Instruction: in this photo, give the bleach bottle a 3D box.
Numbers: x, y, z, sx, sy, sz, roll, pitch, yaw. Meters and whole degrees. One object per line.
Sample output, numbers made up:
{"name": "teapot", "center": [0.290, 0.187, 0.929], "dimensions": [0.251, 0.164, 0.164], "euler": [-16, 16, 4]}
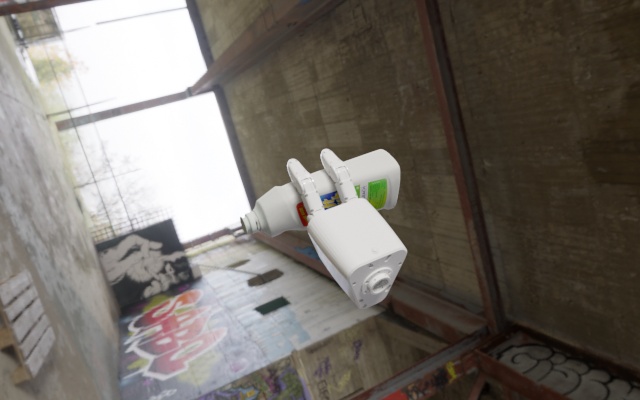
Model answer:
{"name": "bleach bottle", "center": [0.000, 0.002, 0.731], "dimensions": [0.251, 0.103, 0.068], "euler": [-20, 47, -21]}
